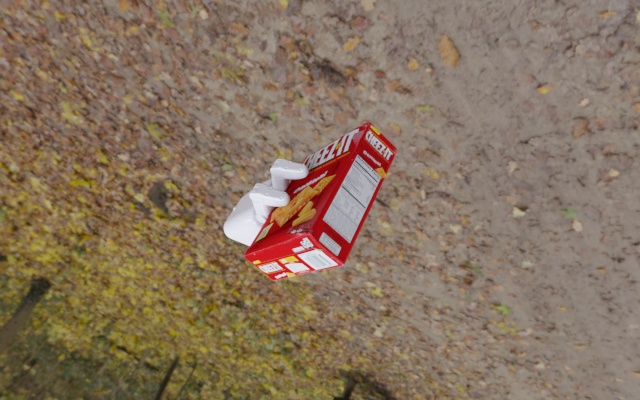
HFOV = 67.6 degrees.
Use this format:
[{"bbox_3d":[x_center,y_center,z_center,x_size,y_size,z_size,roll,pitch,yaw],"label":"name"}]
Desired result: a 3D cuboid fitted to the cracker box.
[{"bbox_3d":[0.000,0.002,0.687,0.072,0.213,0.164,42,-36,-20],"label":"cracker box"}]
